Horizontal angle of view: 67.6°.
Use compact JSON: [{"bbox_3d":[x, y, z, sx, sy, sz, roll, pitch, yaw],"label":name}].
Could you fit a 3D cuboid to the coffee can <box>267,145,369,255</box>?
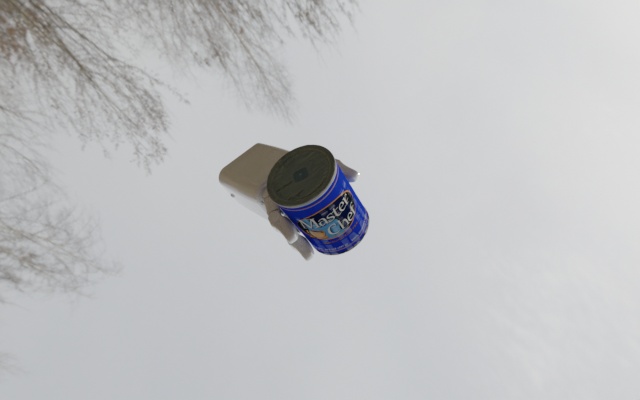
[{"bbox_3d":[0.000,0.002,0.692,0.103,0.102,0.140,0,-33,28],"label":"coffee can"}]
